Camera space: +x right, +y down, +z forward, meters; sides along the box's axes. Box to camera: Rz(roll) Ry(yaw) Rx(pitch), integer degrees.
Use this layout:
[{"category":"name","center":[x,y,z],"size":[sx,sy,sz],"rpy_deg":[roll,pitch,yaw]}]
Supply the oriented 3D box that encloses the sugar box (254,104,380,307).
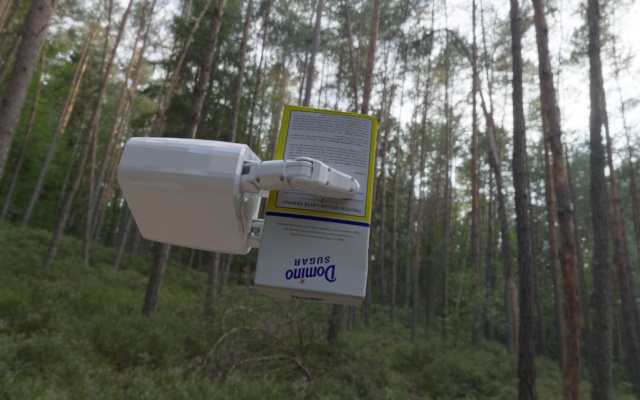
[{"category":"sugar box","center":[0.000,0.002,0.434],"size":[0.093,0.176,0.048],"rpy_deg":[7,-21,1]}]
